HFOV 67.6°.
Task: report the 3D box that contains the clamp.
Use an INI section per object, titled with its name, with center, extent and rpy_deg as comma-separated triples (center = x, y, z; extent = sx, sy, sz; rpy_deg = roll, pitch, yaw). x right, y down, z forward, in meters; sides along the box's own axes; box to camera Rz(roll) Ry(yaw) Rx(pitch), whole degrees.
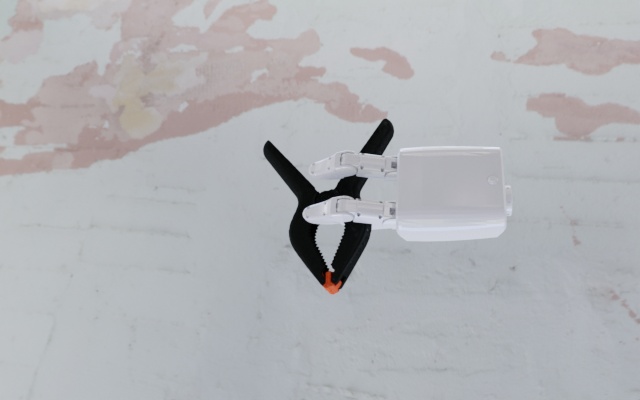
[clamp]
center = 0.001, 0.003, 0.552
extent = 0.164, 0.210, 0.036
rpy_deg = -3, -26, 18
